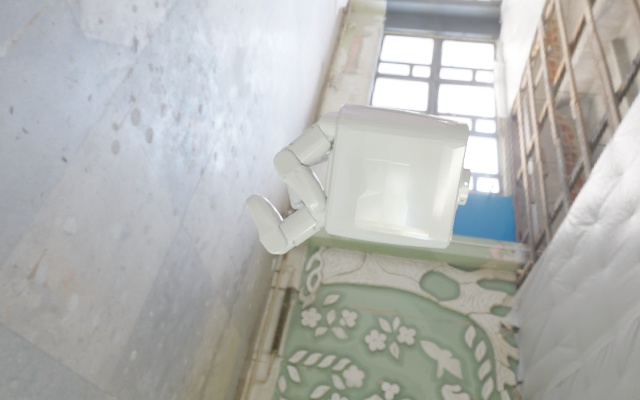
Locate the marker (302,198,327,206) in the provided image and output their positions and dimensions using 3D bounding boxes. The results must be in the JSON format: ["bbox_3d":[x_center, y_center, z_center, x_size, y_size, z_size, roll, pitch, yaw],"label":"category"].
[{"bbox_3d":[0.000,0.002,0.484,0.020,0.020,0.121,0,-5,9],"label":"marker"}]
